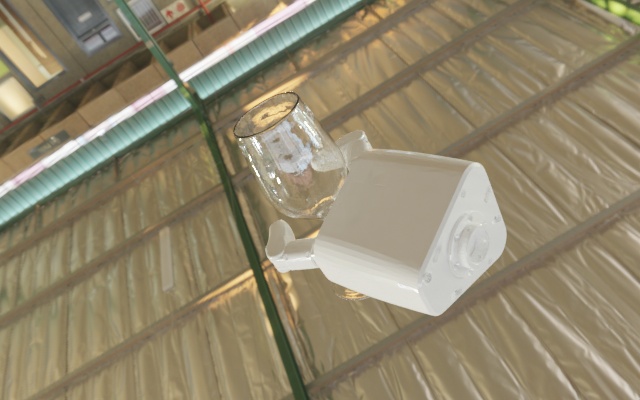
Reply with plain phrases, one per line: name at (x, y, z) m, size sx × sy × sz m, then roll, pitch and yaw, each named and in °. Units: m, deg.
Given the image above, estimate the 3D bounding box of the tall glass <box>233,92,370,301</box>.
tall glass at (0.000, 0.002, 0.438) m, size 0.079 × 0.201 × 0.079 m, roll -22°, pitch 33°, yaw 16°
